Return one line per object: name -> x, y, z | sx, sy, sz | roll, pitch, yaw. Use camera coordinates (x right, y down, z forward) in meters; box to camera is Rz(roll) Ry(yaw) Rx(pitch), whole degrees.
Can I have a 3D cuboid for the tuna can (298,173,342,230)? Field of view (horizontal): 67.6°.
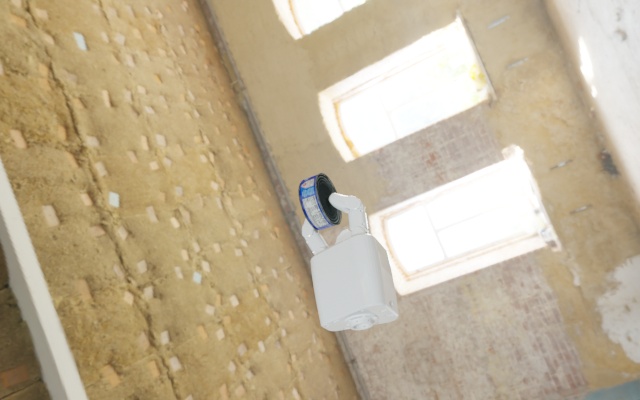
tuna can -> 0.000, 0.003, 0.749 | 0.034, 0.086, 0.086 | -19, -7, 22
